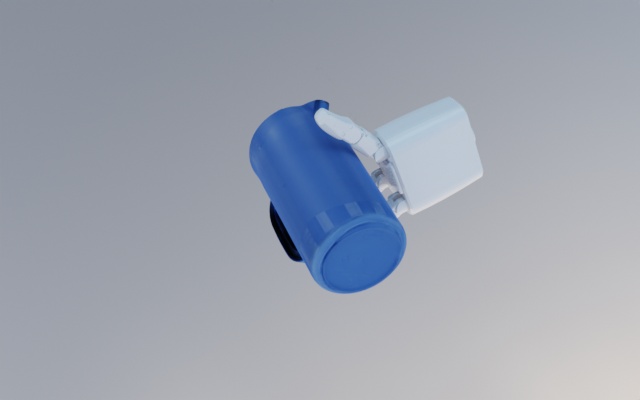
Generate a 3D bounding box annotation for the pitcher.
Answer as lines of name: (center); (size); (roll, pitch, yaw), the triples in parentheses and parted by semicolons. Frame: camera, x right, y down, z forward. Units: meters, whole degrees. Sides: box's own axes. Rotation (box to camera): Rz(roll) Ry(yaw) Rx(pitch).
pitcher: (0.000, 0.002, 0.583); (0.145, 0.149, 0.242); (-27, 41, -2)
